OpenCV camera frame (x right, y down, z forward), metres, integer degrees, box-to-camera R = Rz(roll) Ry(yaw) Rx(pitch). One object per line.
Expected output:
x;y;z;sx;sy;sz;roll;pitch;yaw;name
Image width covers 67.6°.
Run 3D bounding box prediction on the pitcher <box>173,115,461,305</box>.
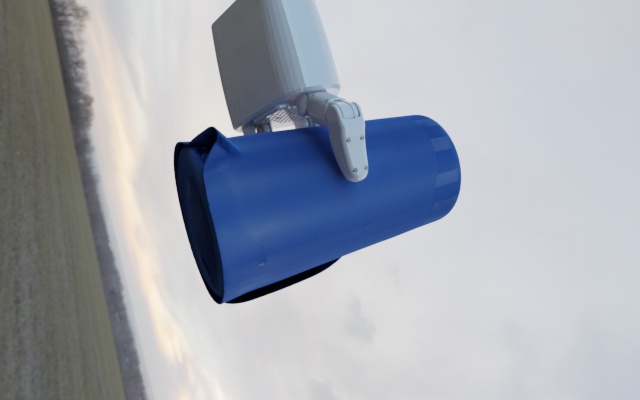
0.000;0.001;0.435;0.243;0.145;0.149;-14;-3;-24;pitcher
